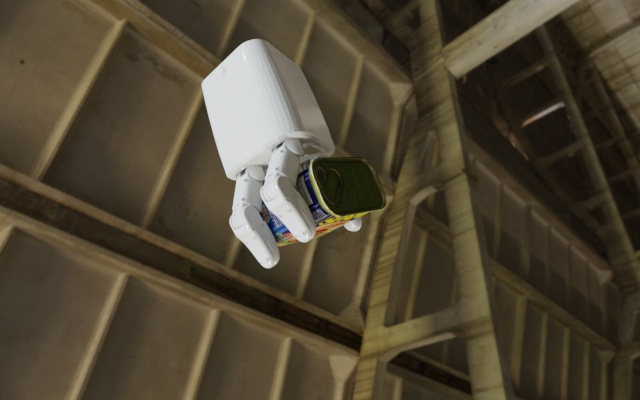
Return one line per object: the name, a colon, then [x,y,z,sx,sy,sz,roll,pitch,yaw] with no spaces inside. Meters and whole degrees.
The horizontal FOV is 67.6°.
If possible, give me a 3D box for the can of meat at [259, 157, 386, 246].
can of meat: [0.000,0.002,0.466,0.084,0.057,0.102,-29,-13,36]
